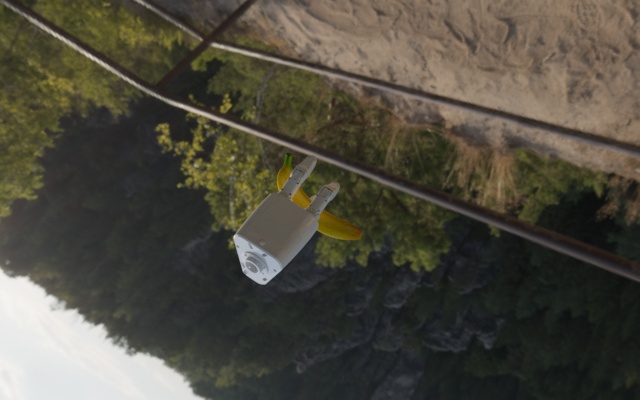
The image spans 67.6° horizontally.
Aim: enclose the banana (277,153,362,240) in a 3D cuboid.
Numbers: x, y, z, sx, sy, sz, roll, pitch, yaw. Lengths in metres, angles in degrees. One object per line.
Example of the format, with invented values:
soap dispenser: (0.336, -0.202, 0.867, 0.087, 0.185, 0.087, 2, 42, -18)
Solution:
banana: (-0.014, 0.010, 0.848, 0.070, 0.198, 0.037, -40, 5, 34)
